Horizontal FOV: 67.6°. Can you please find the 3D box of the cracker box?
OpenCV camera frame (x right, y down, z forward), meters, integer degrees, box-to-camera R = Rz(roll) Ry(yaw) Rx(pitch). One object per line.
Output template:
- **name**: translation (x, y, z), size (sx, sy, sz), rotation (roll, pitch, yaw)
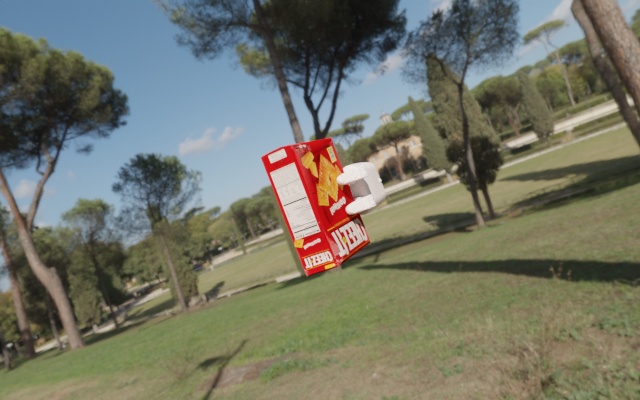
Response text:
- **cracker box**: translation (0.000, 0.003, 0.836), size (0.072, 0.213, 0.164), rotation (-21, 0, 27)
